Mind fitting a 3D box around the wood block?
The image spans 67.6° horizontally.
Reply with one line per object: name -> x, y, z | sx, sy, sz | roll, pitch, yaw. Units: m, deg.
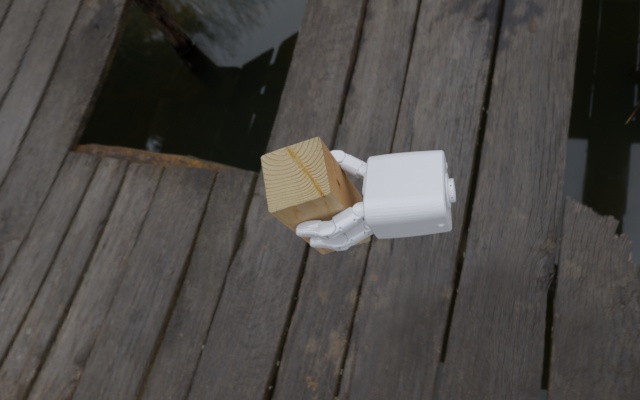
wood block -> 0.000, 0.002, 0.716 | 0.090, 0.090, 0.206 | -17, -27, 14
